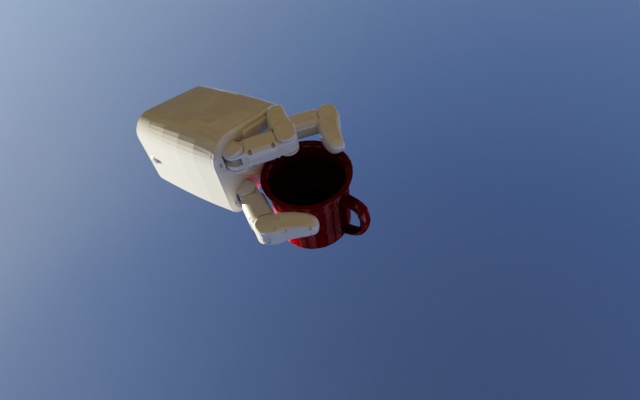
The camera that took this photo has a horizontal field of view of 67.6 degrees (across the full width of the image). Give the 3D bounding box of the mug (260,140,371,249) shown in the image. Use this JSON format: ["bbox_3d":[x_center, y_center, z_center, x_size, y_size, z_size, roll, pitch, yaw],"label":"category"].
[{"bbox_3d":[0.001,0.002,0.500,0.117,0.093,0.082,22,-33,23],"label":"mug"}]
